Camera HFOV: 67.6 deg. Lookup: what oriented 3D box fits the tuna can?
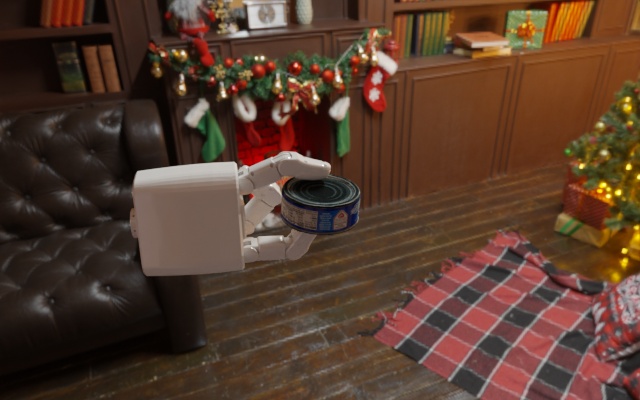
[{"bbox_3d":[0.000,0.001,0.515,0.086,0.034,0.086,3,27,-2],"label":"tuna can"}]
